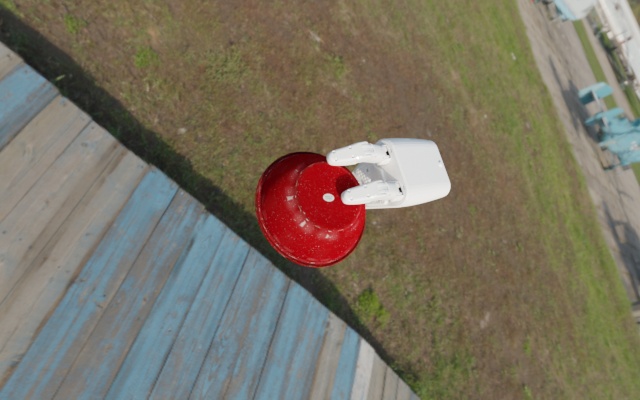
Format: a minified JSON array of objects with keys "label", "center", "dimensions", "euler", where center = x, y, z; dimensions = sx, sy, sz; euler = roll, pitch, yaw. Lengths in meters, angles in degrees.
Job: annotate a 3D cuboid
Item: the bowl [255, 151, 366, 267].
[{"label":"bowl","center":[-0.001,0.002,0.616],"dimensions":[0.162,0.162,0.055],"euler":[0,-17,-26]}]
